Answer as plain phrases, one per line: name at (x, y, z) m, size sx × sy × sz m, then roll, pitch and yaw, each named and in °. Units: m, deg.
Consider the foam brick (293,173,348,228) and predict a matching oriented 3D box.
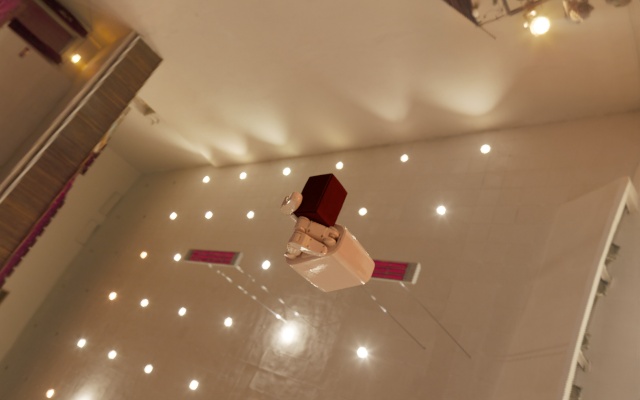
foam brick at (0.000, 0.002, 0.785) m, size 0.053 × 0.078 × 0.051 m, roll -3°, pitch -39°, yaw 42°
